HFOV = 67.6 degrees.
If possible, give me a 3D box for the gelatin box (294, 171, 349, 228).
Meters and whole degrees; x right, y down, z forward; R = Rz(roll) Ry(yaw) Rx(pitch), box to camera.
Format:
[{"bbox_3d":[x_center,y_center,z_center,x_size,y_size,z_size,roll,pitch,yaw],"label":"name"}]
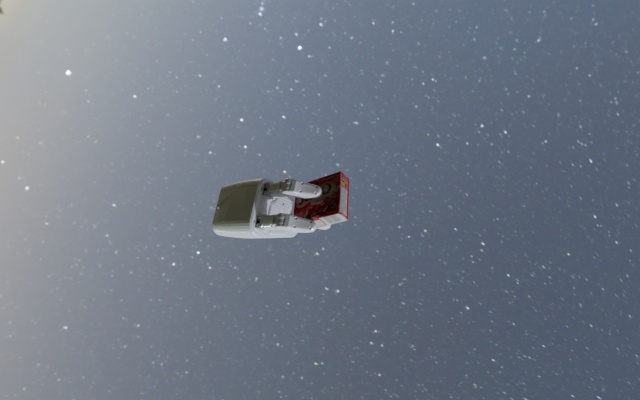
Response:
[{"bbox_3d":[0.001,0.003,0.738,0.089,0.073,0.030,-16,-35,32],"label":"gelatin box"}]
